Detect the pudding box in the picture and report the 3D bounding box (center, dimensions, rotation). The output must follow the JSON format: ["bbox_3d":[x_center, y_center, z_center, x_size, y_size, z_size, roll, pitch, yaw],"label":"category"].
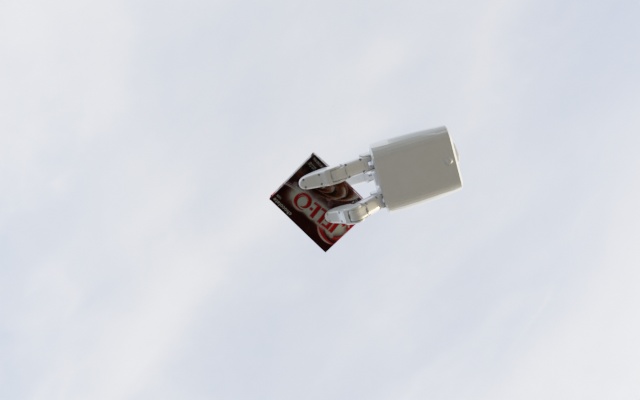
[{"bbox_3d":[0.000,0.002,0.666,0.090,0.113,0.039,-45,6,11],"label":"pudding box"}]
